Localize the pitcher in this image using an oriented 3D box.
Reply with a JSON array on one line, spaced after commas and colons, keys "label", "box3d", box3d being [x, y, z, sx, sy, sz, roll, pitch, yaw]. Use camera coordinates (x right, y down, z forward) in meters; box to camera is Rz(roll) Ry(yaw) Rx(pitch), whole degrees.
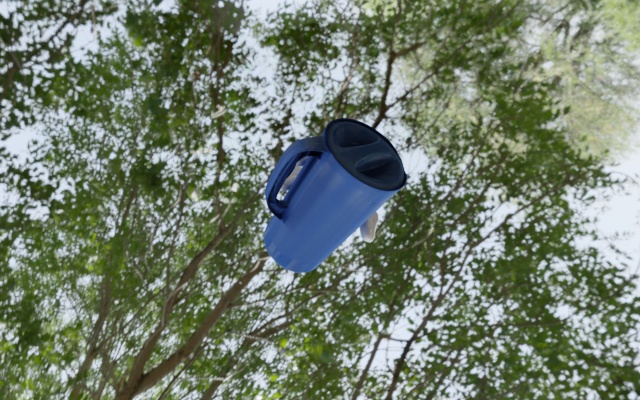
[{"label": "pitcher", "box3d": [0.000, 0.002, 0.714, 0.243, 0.149, 0.145, -51, -4, 39]}]
